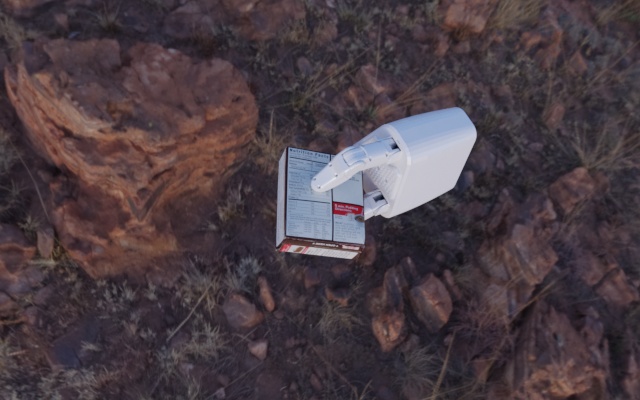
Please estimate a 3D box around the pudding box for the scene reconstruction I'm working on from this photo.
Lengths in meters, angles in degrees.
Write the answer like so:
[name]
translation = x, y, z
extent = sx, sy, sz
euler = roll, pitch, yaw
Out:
[pudding box]
translation = 0.000, 0.002, 0.514
extent = 0.090, 0.113, 0.039
euler = 8, -30, -14
